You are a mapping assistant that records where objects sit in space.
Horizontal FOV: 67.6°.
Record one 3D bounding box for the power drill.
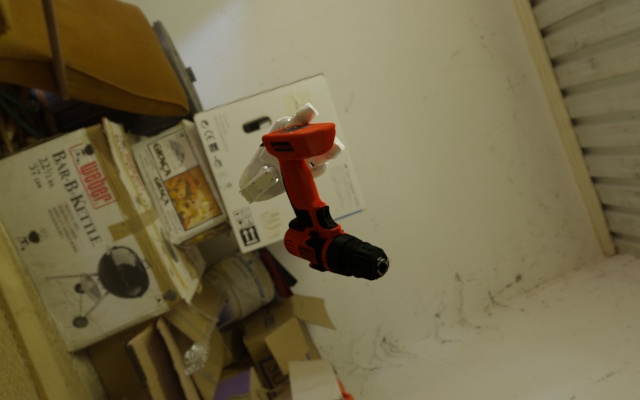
[{"bbox_3d":[0.000,0.001,0.585,0.057,0.188,0.184,-24,20,-34],"label":"power drill"}]
